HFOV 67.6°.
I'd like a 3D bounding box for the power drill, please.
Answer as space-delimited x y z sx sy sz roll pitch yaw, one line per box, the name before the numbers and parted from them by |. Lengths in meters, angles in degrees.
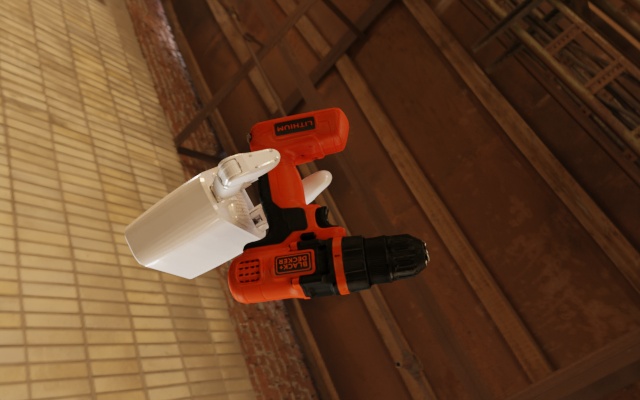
power drill | 0.000 0.001 0.467 0.184 0.187 0.057 -9 -29 7
